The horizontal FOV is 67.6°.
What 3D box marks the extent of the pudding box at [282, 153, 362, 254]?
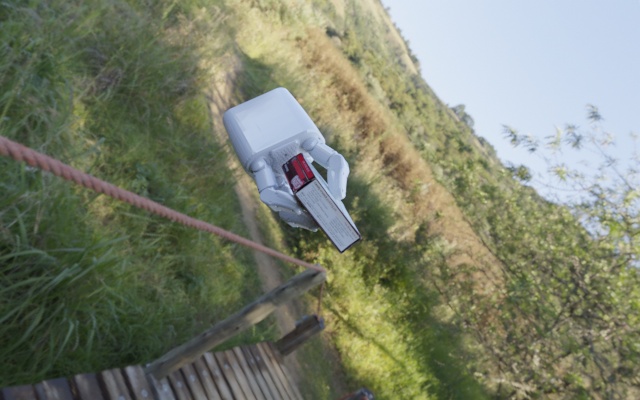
[{"bbox_3d":[0.000,0.002,0.615,0.039,0.113,0.090,-37,28,6],"label":"pudding box"}]
